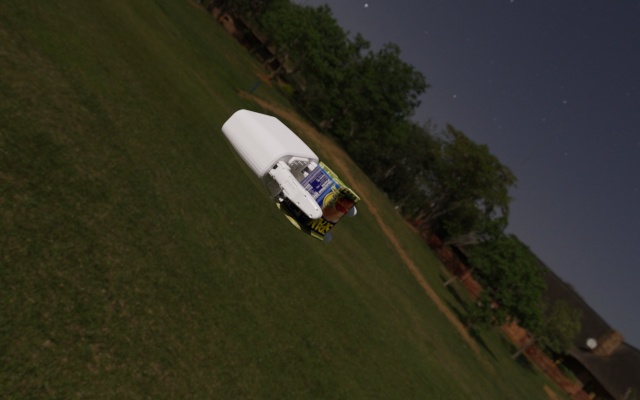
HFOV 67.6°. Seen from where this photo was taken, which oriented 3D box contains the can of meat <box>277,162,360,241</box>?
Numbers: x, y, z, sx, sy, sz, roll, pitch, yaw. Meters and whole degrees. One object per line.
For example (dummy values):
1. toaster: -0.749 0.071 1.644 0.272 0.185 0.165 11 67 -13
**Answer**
1. can of meat: 0.000 0.002 0.671 0.057 0.084 0.102 47 5 26
